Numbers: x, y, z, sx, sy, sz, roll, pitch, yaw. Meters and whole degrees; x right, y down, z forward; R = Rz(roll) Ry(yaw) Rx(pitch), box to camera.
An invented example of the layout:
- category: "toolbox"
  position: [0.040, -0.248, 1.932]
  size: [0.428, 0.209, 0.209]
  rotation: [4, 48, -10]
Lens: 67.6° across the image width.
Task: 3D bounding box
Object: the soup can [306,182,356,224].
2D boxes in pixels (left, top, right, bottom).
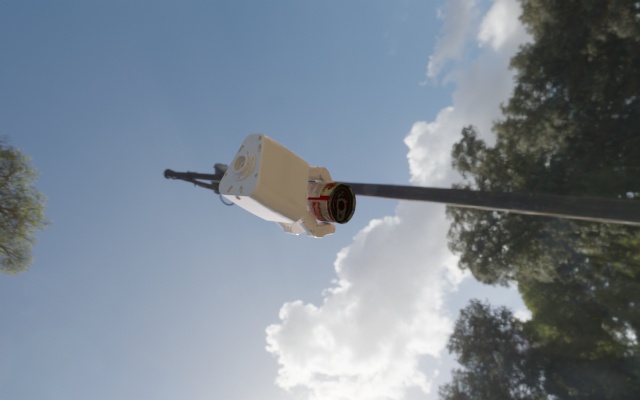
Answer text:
- category: "soup can"
  position: [0.000, 0.003, 0.816]
  size: [0.102, 0.068, 0.068]
  rotation: [4, 2, 42]
